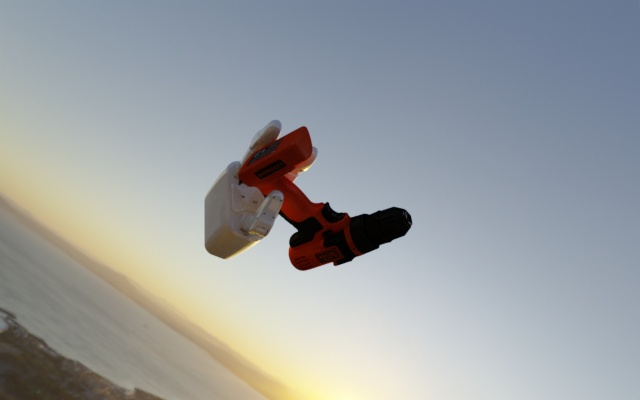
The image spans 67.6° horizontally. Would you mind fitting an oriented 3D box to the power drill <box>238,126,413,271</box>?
[{"bbox_3d":[0.000,0.002,0.610,0.184,0.188,0.057,-23,24,27],"label":"power drill"}]
